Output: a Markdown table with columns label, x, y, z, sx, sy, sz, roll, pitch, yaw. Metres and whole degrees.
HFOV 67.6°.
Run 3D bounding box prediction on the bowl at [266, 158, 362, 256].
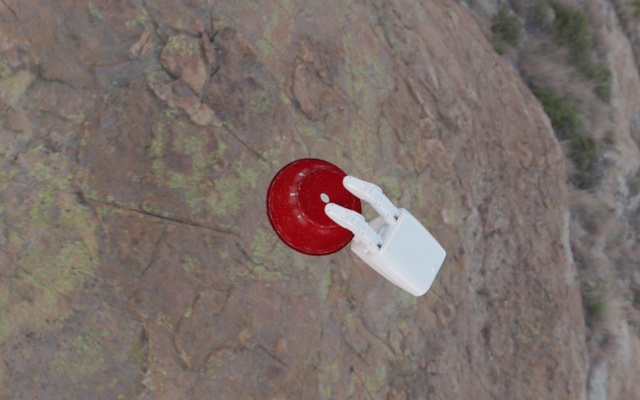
| label | x | y | z | sx | sy | sz | roll | pitch | yaw |
| --- | --- | --- | --- | --- | --- | --- | --- | --- | --- |
| bowl | -0.001 | 0.002 | 0.736 | 0.162 | 0.162 | 0.055 | 0 | -15 | -20 |
